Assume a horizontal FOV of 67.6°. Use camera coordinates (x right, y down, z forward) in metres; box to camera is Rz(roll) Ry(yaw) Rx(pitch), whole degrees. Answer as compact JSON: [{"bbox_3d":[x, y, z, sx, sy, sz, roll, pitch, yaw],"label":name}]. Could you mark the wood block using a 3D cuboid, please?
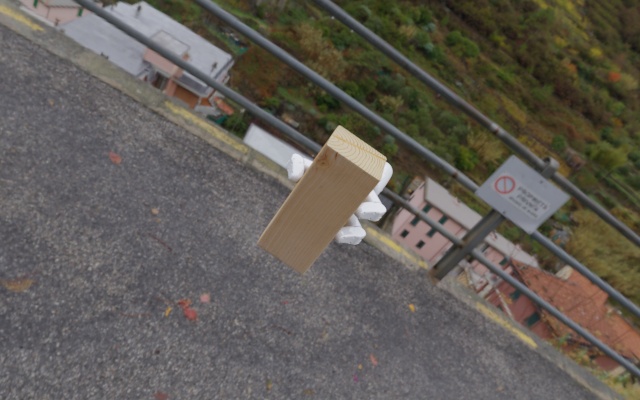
[{"bbox_3d":[0.000,0.002,0.727,0.091,0.206,0.090,34,29,-4],"label":"wood block"}]
